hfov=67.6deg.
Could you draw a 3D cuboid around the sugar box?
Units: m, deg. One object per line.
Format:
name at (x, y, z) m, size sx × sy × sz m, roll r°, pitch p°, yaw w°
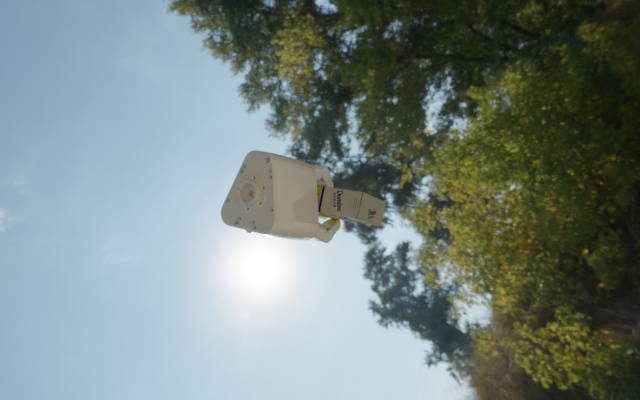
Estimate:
sugar box at (0.000, 0.003, 0.735) m, size 0.176 × 0.048 × 0.093 m, roll 12°, pitch -4°, yaw 30°
